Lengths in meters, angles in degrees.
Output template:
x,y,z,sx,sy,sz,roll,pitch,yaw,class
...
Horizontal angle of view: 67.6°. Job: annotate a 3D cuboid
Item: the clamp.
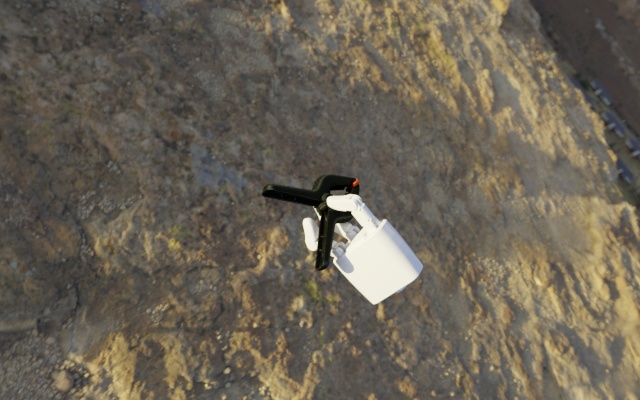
x,y,z,sx,sy,sz,roll,pitch,yaw,class
0.001,0.002,0.831,0.036,0.164,0.210,-35,7,43,clamp
